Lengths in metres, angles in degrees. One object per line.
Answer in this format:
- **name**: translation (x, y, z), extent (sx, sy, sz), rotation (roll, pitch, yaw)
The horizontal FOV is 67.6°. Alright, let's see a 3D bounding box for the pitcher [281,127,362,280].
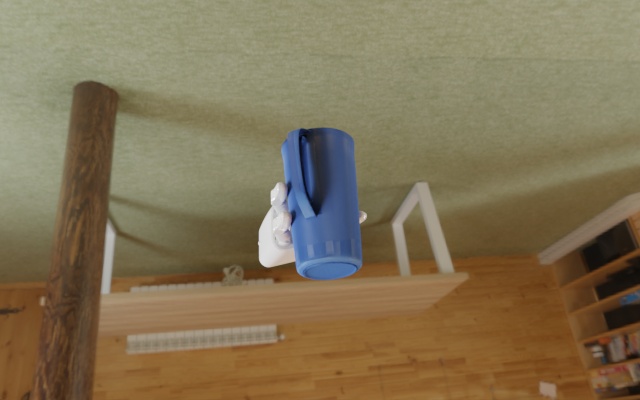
- **pitcher**: translation (0.000, 0.003, 0.813), extent (0.149, 0.242, 0.145), rotation (6, -28, -22)
